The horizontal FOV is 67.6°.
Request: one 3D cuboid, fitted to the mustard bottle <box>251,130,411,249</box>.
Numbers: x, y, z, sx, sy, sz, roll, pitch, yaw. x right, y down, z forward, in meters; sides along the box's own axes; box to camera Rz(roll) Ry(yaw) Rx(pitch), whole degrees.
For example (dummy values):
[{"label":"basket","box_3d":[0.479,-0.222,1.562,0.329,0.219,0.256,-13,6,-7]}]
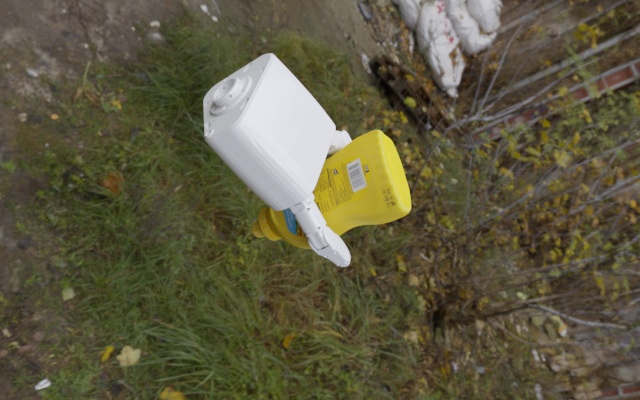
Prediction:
[{"label":"mustard bottle","box_3d":[0.000,0.002,0.536,0.192,0.096,0.058,-24,-24,25]}]
